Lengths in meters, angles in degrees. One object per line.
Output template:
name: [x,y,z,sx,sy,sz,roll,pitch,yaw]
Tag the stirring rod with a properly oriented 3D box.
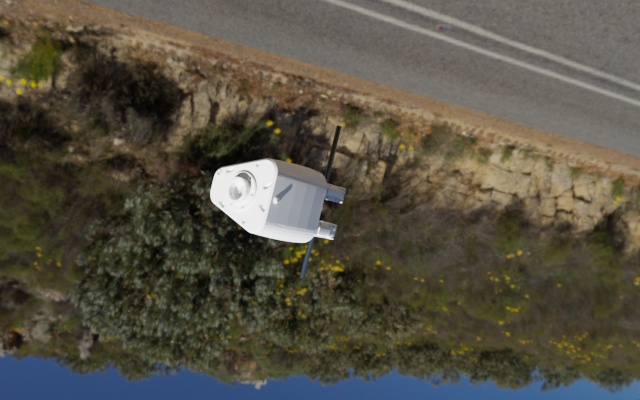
stirring rod: [0.000,0.002,0.734,0.011,0.239,0.011,14,0,0]
